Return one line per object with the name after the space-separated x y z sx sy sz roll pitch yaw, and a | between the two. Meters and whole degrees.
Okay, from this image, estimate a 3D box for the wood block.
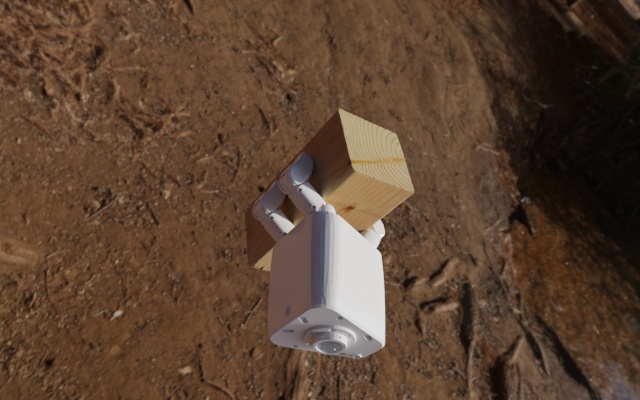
0.000 0.002 0.571 0.091 0.090 0.206 17 -43 -33 | wood block
